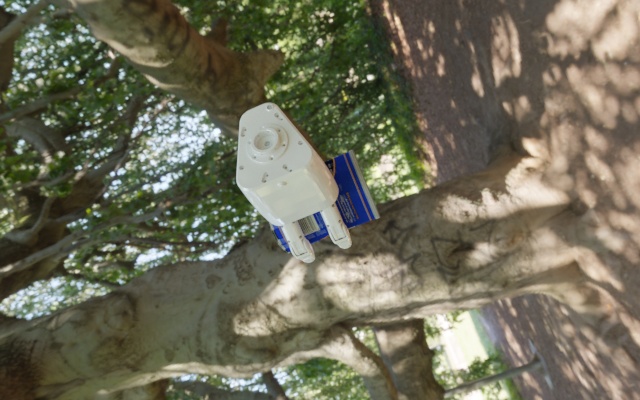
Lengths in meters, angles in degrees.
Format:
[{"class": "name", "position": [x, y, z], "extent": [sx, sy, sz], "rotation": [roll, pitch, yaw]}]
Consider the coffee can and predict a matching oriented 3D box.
[{"class": "coffee can", "position": [0.000, 0.002, 0.673], "extent": [0.140, 0.103, 0.103], "rotation": [-22, -2, 6]}]
